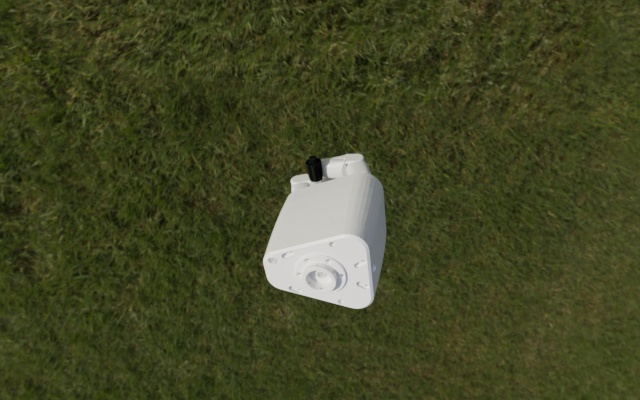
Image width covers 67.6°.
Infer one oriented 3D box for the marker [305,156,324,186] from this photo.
[{"bbox_3d":[0.000,0.002,0.568,0.020,0.121,0.020,-7,32,5],"label":"marker"}]
